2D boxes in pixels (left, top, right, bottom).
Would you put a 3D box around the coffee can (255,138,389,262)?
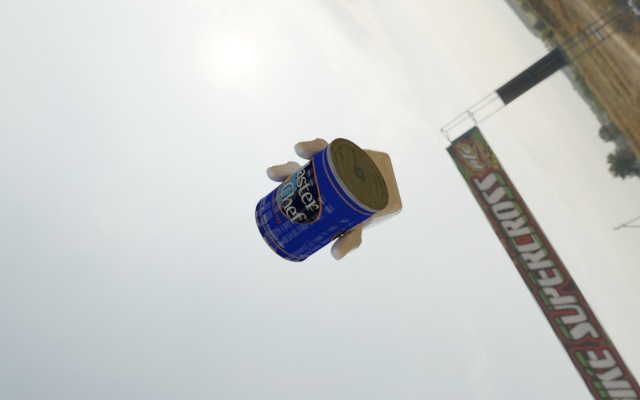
[{"bbox_3d":[0.000,0.002,0.605,0.140,0.102,0.103,-36,-21,31],"label":"coffee can"}]
